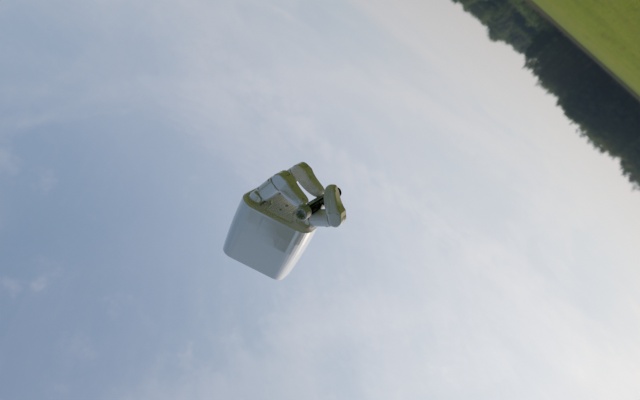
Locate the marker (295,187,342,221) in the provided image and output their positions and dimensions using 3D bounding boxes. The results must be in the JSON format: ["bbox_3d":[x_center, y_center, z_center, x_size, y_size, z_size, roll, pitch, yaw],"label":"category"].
[{"bbox_3d":[0.000,0.002,0.700,0.020,0.020,0.121,0,16,28],"label":"marker"}]
